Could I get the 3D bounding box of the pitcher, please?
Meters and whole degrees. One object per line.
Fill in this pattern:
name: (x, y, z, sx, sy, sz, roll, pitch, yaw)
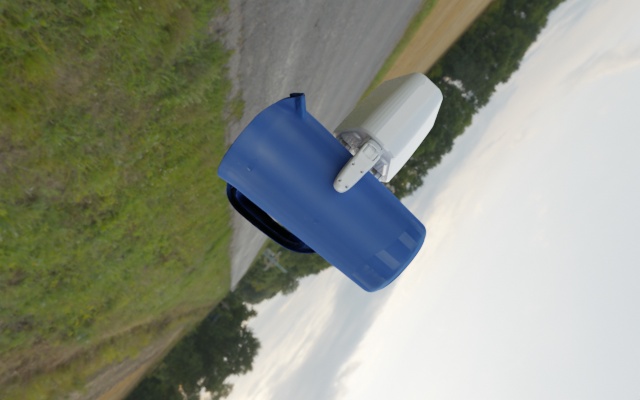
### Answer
pitcher: (0.000, 0.002, 0.586, 0.243, 0.145, 0.149, 42, -11, 0)
